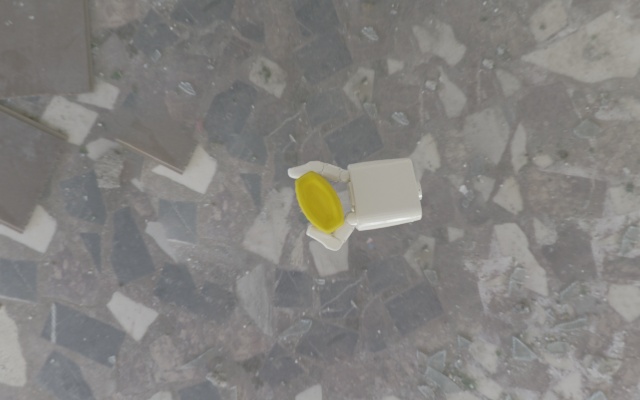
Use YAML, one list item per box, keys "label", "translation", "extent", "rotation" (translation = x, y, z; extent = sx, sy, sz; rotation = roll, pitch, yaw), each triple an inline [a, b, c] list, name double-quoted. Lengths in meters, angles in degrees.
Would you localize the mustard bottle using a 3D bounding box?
- label: "mustard bottle"
  translation: [0.000, 0.003, 0.797]
  extent: [0.058, 0.096, 0.191]
  rotation: [-33, -1, 1]
